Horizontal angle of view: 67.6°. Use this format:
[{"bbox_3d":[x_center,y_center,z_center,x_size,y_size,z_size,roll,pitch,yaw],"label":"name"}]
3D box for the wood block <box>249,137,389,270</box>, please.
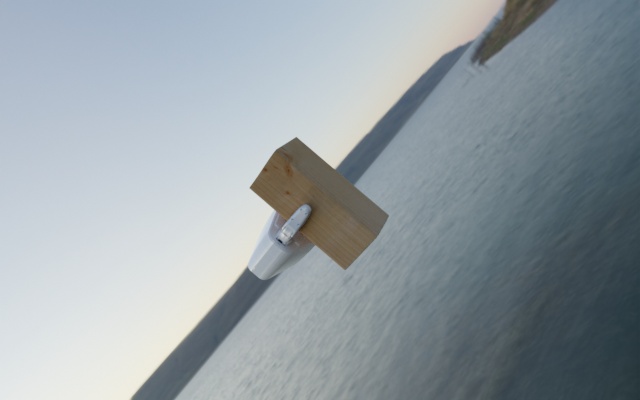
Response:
[{"bbox_3d":[0.000,0.003,0.787,0.206,0.090,0.090,40,29,2],"label":"wood block"}]
